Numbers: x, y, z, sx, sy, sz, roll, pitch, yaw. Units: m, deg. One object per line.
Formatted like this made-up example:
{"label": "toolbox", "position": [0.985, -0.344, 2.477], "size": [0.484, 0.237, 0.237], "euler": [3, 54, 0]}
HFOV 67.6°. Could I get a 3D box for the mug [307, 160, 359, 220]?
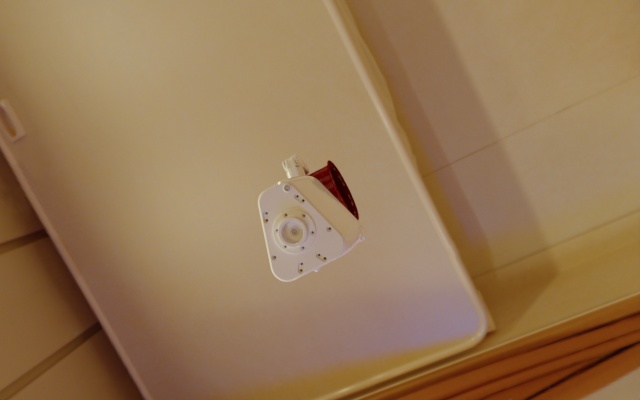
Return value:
{"label": "mug", "position": [0.000, 0.002, 0.685], "size": [0.081, 0.093, 0.117], "euler": [-26, -4, 12]}
